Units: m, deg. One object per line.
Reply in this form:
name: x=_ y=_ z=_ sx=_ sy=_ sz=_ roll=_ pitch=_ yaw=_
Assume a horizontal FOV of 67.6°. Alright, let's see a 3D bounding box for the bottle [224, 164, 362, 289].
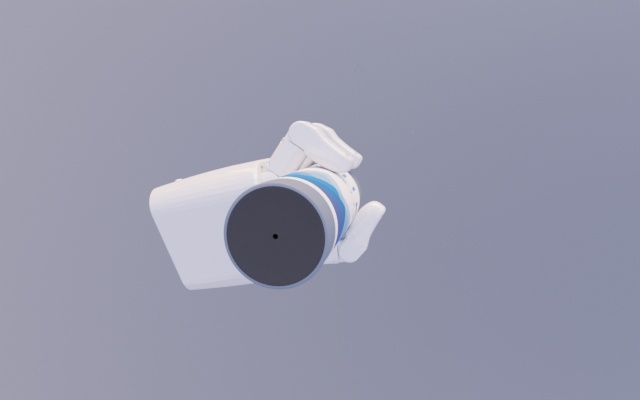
bottle: x=0.000 y=0.001 z=0.430 sx=0.069 sy=0.069 sz=0.295 roll=0 pitch=8 yaw=11
